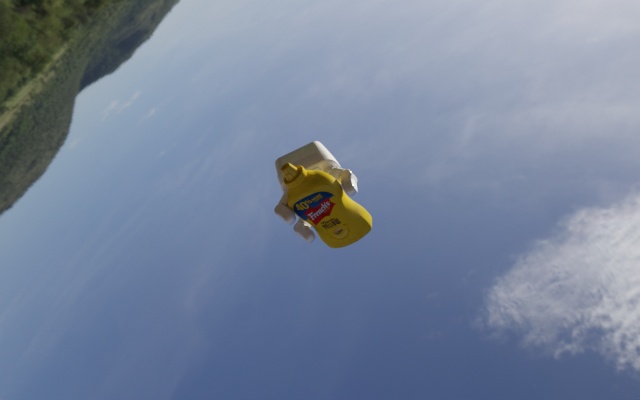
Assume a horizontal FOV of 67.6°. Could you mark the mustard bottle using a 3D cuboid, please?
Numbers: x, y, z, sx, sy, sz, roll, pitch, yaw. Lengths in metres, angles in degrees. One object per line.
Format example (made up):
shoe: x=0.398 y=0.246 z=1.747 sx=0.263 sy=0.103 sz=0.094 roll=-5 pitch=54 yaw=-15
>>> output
mustard bottle: x=0.000 y=0.003 z=0.823 sx=0.096 sy=0.058 sz=0.192 roll=-26 pitch=-55 yaw=28
